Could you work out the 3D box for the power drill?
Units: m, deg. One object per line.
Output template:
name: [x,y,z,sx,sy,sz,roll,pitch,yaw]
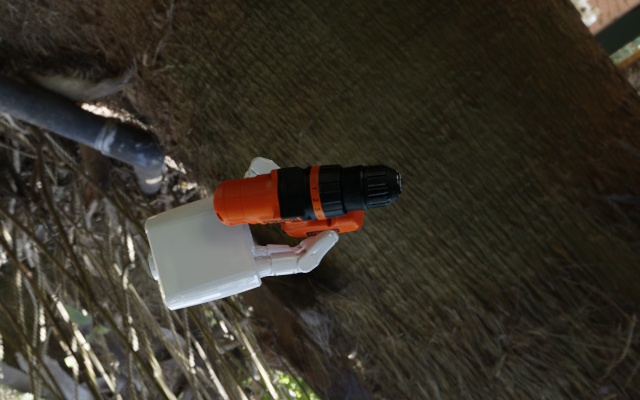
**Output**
power drill: [0.000,0.002,0.527,0.184,0.057,0.188,-5,-10,11]
